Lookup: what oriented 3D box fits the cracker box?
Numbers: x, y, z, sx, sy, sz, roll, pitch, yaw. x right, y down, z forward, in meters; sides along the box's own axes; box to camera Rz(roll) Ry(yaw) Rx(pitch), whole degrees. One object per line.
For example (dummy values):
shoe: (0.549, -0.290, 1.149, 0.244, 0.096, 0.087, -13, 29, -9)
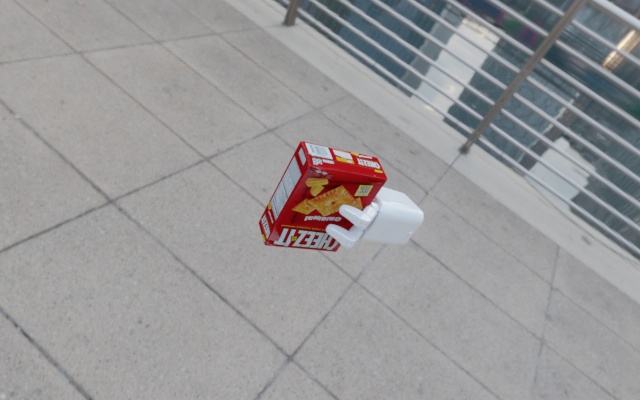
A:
cracker box: (0.000, 0.003, 0.898, 0.164, 0.072, 0.214, 9, -49, -28)
